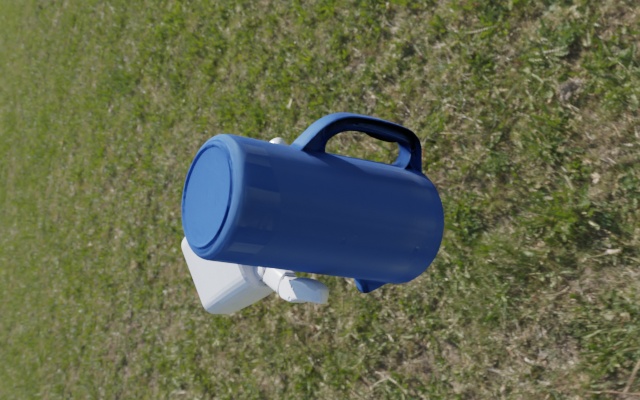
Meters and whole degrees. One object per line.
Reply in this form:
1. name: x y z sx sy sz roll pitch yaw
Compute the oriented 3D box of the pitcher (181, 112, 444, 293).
1. pitcher: 0.000 0.002 0.468 0.243 0.149 0.145 10 -31 -39
